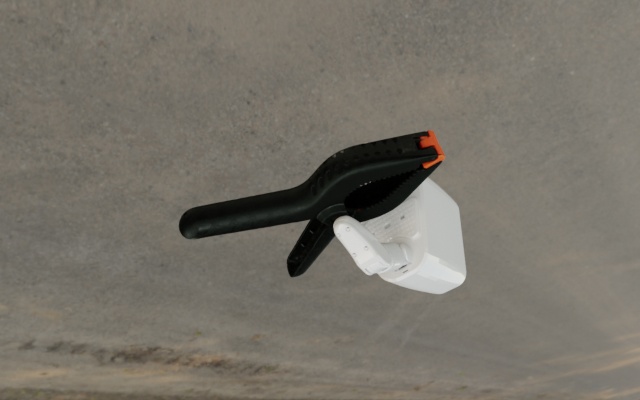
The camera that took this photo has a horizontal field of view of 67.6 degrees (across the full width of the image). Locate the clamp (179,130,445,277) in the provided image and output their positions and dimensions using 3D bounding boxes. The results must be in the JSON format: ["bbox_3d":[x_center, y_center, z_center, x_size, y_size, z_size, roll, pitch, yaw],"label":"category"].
[{"bbox_3d":[0.001,0.002,0.400,0.210,0.036,0.164,-33,-33,26],"label":"clamp"}]
